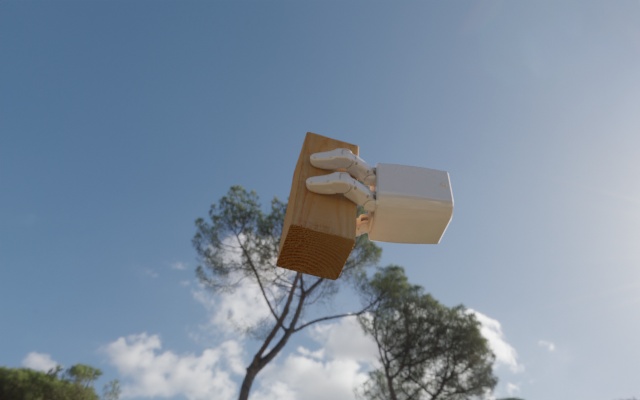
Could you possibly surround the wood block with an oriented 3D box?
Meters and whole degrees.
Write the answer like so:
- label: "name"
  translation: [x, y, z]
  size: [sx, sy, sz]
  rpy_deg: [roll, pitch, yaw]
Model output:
- label: "wood block"
  translation: [0.000, 0.003, 0.705]
  size: [0.090, 0.091, 0.206]
  rpy_deg: [14, 42, -7]
